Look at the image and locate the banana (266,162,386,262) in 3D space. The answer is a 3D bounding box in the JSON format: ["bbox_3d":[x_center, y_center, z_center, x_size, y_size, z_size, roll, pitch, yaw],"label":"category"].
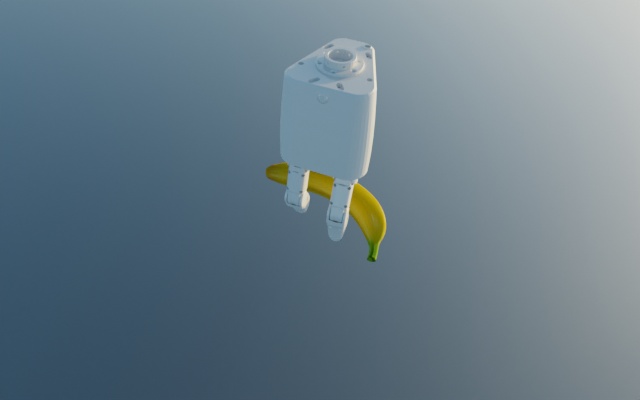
[{"bbox_3d":[0.016,-0.006,0.614,0.197,0.037,0.069,38,59,26],"label":"banana"}]
